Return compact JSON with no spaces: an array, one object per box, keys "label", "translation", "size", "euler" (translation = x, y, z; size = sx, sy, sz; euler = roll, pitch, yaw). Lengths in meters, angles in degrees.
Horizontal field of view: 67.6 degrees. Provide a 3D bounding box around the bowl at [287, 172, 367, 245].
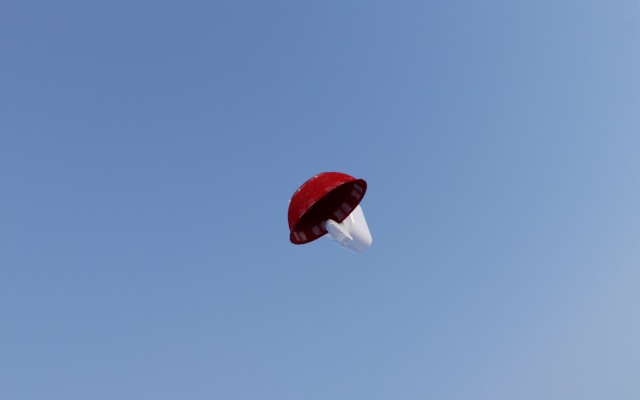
[{"label":"bowl","translation":[0.000,0.002,0.808],"size":[0.162,0.055,0.162],"euler":[-33,-22,-15]}]
